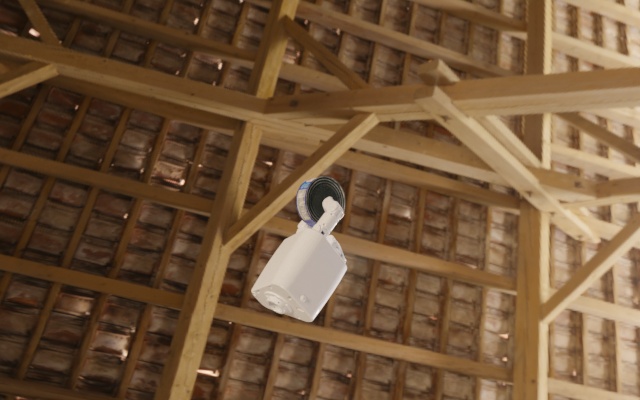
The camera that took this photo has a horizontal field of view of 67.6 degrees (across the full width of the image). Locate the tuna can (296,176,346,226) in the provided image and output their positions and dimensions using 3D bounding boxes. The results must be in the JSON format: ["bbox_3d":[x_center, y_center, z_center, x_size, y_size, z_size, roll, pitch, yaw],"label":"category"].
[{"bbox_3d":[0.000,0.003,0.813,0.086,0.086,0.034,0,-5,-39],"label":"tuna can"}]
